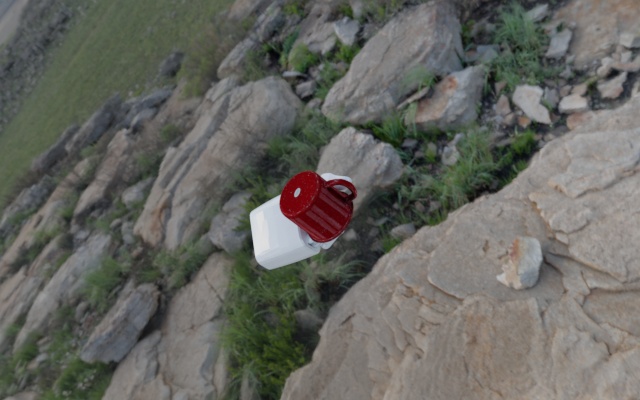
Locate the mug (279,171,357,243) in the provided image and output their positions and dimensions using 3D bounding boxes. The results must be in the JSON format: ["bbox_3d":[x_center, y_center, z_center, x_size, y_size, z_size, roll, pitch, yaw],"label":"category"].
[{"bbox_3d":[0.001,0.002,0.731,0.117,0.093,0.081,-27,-44,27],"label":"mug"}]
